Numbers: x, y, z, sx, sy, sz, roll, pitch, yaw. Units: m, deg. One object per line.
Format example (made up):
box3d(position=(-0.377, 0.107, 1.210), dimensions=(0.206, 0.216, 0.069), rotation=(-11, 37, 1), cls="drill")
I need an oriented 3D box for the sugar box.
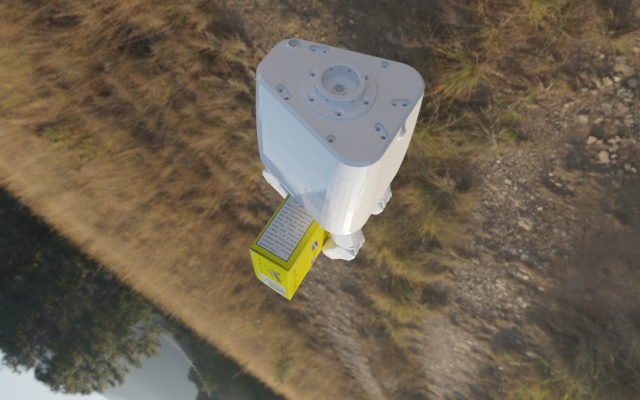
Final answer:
box3d(position=(0.000, 0.002, 0.462), dimensions=(0.048, 0.176, 0.093), rotation=(31, -23, 11), cls="sugar box")
